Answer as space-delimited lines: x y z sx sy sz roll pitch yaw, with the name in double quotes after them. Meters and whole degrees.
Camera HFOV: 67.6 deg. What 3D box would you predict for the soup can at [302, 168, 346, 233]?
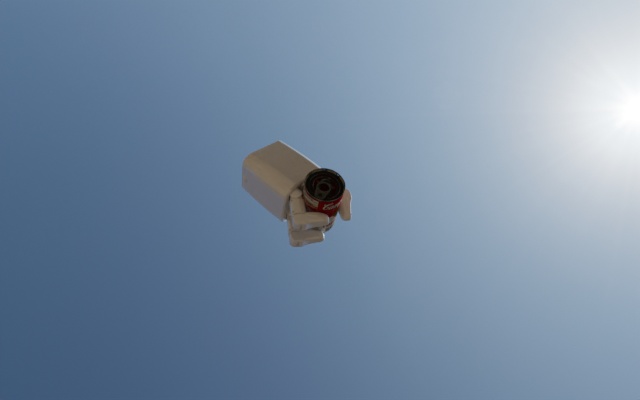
0.001 0.003 0.816 0.068 0.068 0.102 0 -35 -10 "soup can"
